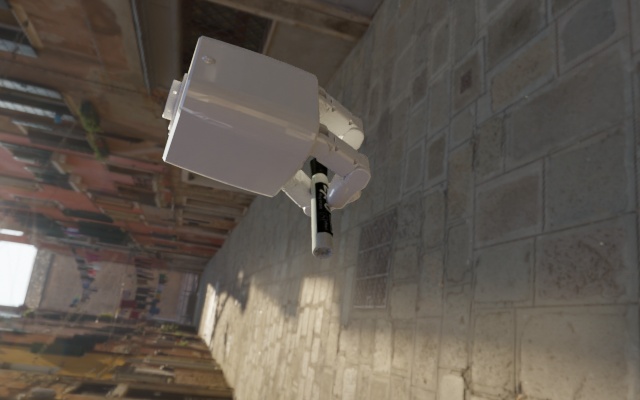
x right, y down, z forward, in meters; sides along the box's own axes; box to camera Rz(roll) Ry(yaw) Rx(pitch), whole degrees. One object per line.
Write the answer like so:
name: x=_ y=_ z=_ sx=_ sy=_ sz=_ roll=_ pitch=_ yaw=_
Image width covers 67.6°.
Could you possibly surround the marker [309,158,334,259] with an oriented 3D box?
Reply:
marker: x=0.000 y=0.002 z=0.450 sx=0.020 sy=0.121 sz=0.020 roll=-1 pitch=-44 yaw=-1
